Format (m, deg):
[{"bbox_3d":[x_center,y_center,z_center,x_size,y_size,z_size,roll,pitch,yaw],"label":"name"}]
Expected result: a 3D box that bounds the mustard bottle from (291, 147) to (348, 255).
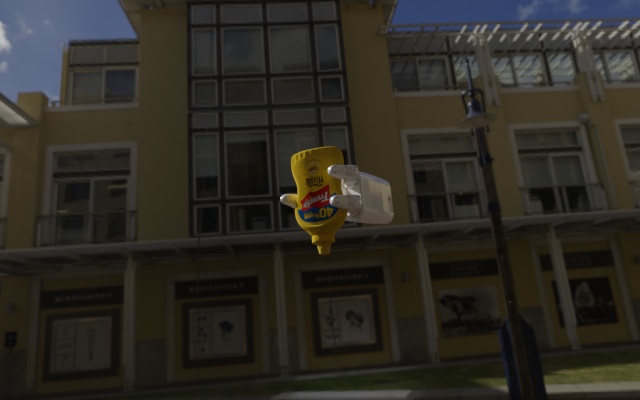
[{"bbox_3d":[0.000,0.003,0.868,0.096,0.191,0.058,-9,-15,17],"label":"mustard bottle"}]
